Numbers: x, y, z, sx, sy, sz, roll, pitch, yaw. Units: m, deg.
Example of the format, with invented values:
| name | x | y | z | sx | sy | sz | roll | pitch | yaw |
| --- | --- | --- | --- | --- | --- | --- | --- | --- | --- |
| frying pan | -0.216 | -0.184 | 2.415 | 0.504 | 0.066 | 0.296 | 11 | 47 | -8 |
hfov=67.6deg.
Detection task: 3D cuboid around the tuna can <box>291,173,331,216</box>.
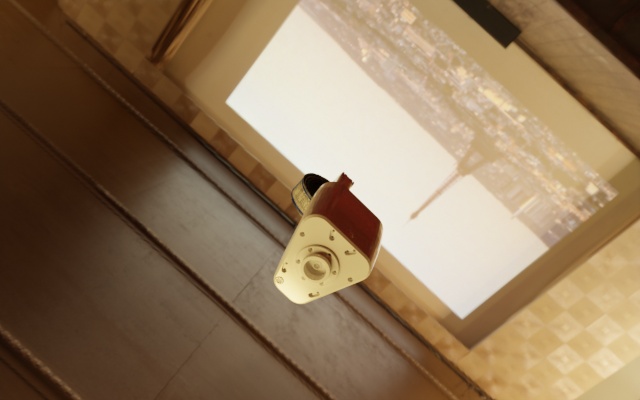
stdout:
| name | x | y | z | sx | sy | sz | roll | pitch | yaw |
| --- | --- | --- | --- | --- | --- | --- | --- | --- | --- |
| tuna can | 0.000 | 0.003 | 0.686 | 0.034 | 0.086 | 0.086 | -47 | -25 | 26 |
